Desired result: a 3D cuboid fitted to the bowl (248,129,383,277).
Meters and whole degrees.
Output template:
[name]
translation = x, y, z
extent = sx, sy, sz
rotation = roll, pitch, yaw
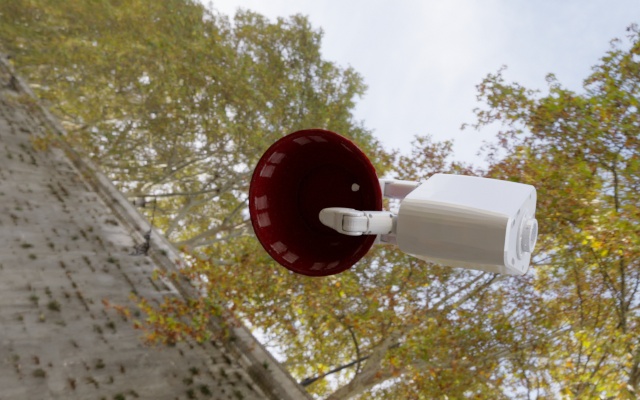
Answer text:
[bowl]
translation = -0.001, 0.001, 0.542
extent = 0.162, 0.162, 0.055
rotation = 0, 4, 24
